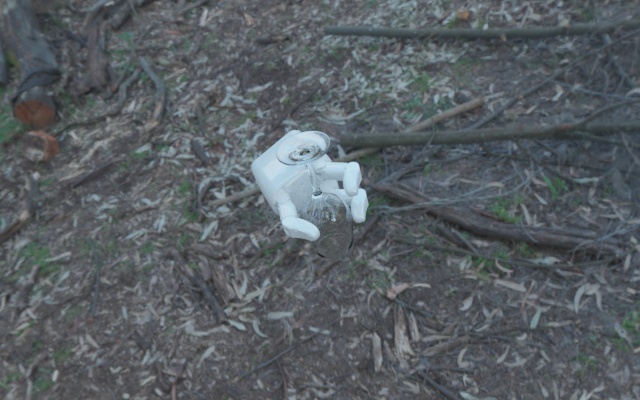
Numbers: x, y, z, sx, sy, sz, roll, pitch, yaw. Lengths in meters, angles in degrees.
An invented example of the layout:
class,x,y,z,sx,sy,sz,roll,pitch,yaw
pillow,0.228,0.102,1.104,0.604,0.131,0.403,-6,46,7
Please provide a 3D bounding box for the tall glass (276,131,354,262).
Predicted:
class,x,y,z,sx,sy,sz,roll,pitch,yaw
tall glass,0.000,0.002,0.692,0.079,0.201,0.079,-10,41,9
